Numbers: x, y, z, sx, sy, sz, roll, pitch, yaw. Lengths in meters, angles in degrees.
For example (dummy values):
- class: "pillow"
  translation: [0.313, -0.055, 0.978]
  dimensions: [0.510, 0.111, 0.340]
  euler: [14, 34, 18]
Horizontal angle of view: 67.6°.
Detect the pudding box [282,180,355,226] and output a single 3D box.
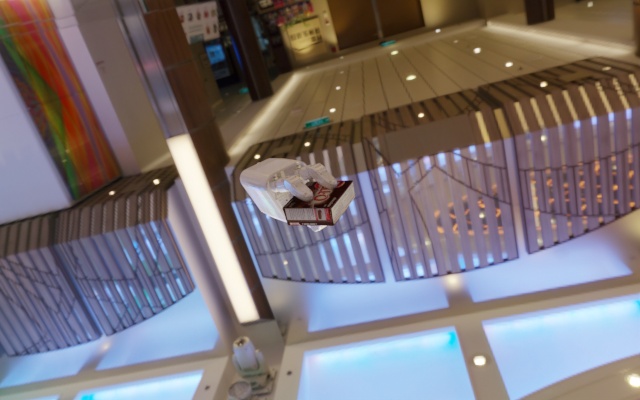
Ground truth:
- class: "pudding box"
  translation: [0.000, 0.003, 0.822]
  dimensions: [0.090, 0.039, 0.113]
  euler: [-2, 27, 25]
